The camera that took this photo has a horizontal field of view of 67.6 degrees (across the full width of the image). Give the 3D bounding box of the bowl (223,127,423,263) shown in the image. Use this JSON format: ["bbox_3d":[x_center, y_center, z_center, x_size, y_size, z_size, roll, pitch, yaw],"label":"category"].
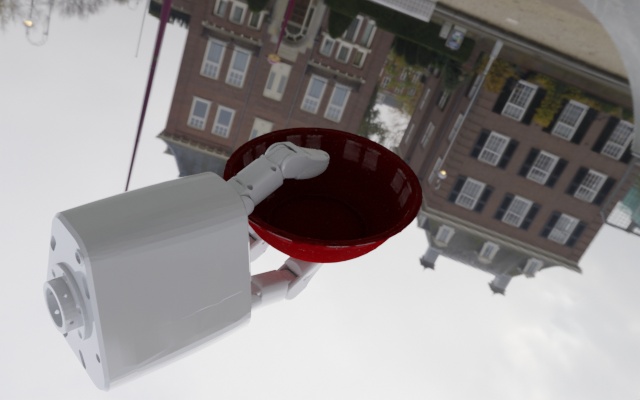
[{"bbox_3d":[0.001,0.001,0.404,0.162,0.055,0.162,5,38,-4],"label":"bowl"}]
